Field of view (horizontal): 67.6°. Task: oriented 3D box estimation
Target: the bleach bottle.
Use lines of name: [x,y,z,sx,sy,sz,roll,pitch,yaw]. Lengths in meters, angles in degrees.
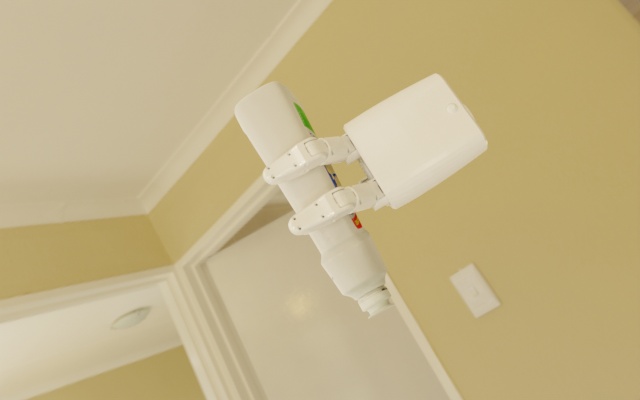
bleach bottle: [0.000,0.002,0.491,0.068,0.250,0.102,-31,-18,6]
